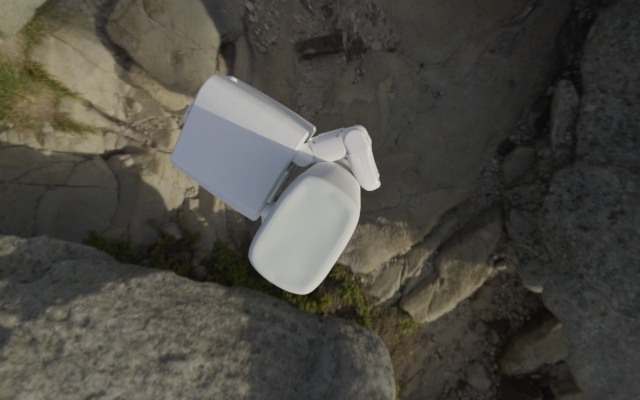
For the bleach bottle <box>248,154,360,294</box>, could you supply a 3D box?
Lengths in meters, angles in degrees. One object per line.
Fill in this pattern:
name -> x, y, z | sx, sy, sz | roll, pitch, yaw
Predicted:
bleach bottle -> 0.000, 0.002, 0.501 | 0.068, 0.102, 0.250 | 33, 13, -2
